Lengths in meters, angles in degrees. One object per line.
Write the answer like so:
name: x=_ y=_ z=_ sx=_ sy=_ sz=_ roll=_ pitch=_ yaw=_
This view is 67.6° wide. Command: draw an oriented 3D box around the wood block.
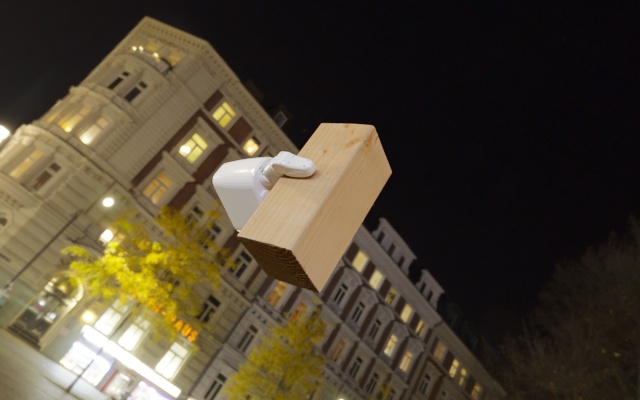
wood block: x=0.000 y=0.002 z=0.618 sx=0.090 sy=0.206 sz=0.091 roll=10 pitch=-36 yaw=37
